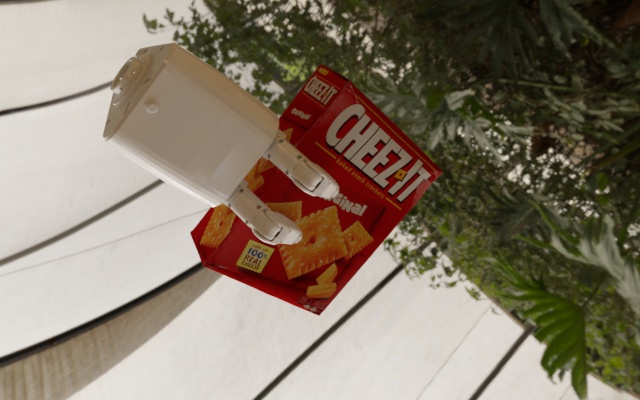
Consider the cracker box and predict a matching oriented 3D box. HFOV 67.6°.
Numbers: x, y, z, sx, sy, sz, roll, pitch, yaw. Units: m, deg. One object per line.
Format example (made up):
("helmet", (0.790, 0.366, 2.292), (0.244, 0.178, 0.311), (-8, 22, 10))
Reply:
("cracker box", (0.000, 0.002, 0.490), (0.164, 0.214, 0.072), (34, 9, -37))
